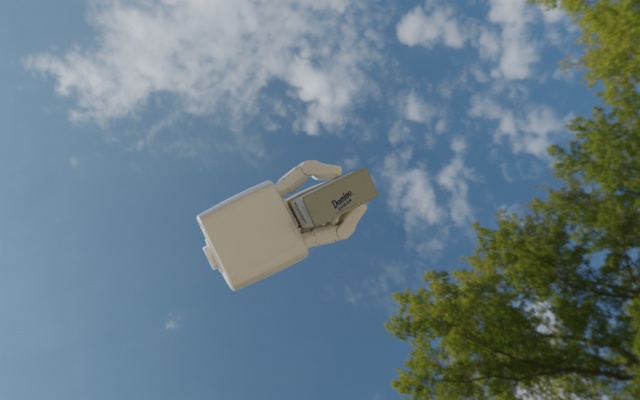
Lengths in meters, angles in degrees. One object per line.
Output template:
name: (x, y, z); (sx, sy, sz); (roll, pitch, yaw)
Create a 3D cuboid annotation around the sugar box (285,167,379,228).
sugar box: (0.000, 0.003, 0.644); (0.093, 0.048, 0.176); (-26, 6, -16)
